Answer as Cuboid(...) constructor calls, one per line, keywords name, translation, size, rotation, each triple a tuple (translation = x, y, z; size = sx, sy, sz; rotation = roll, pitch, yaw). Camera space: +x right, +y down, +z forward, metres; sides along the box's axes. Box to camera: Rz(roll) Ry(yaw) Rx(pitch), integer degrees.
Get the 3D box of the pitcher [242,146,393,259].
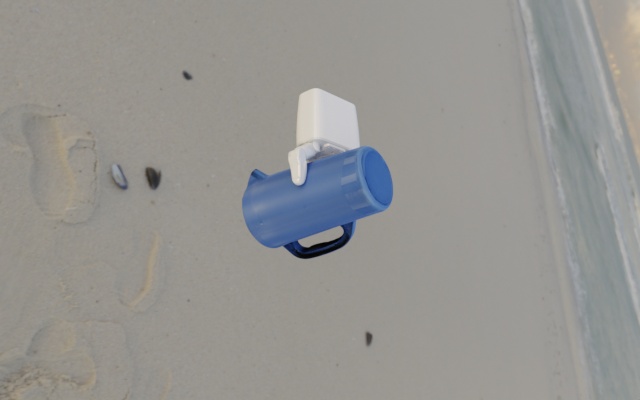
Cuboid(name="pitcher", translation=(0.000, 0.002, 0.815), size=(0.243, 0.145, 0.149), rotation=(-17, -29, 33))
